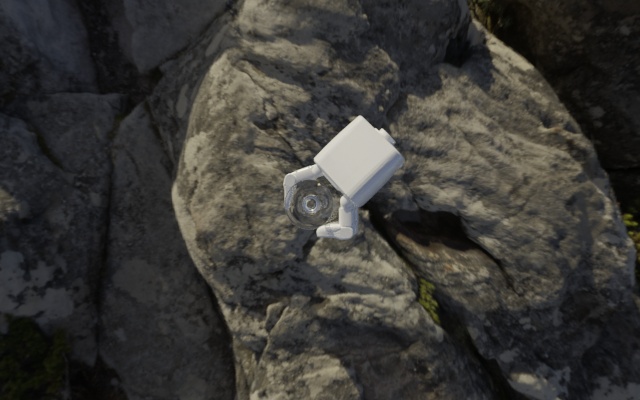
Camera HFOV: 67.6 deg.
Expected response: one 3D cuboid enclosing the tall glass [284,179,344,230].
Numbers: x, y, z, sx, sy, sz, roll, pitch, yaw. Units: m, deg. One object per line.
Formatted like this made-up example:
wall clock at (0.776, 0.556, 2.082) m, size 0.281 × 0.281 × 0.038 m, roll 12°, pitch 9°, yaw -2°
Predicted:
tall glass at (0.000, 0.003, 0.800) m, size 0.079 × 0.079 × 0.201 m, roll 0°, pitch 2°, yaw 10°
